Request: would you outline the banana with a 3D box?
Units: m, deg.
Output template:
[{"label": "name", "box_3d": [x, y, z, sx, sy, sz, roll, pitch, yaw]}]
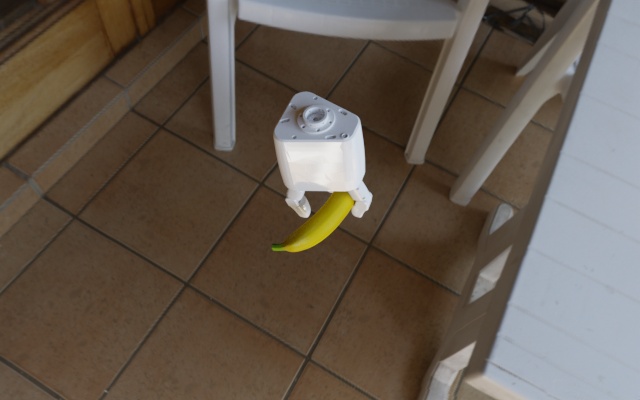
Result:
[{"label": "banana", "box_3d": [0.010, 0.013, 0.726, 0.069, 0.197, 0.037, 33, -19, 39]}]
